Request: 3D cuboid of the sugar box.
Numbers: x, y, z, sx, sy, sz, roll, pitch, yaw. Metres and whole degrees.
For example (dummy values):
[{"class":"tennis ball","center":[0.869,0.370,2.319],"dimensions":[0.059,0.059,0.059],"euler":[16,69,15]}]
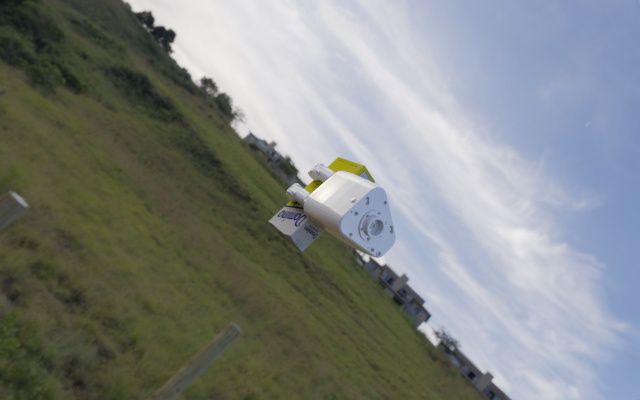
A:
[{"class":"sugar box","center":[0.000,0.002,0.822],"dimensions":[0.176,0.048,0.093],"euler":[-41,29,-13]}]
